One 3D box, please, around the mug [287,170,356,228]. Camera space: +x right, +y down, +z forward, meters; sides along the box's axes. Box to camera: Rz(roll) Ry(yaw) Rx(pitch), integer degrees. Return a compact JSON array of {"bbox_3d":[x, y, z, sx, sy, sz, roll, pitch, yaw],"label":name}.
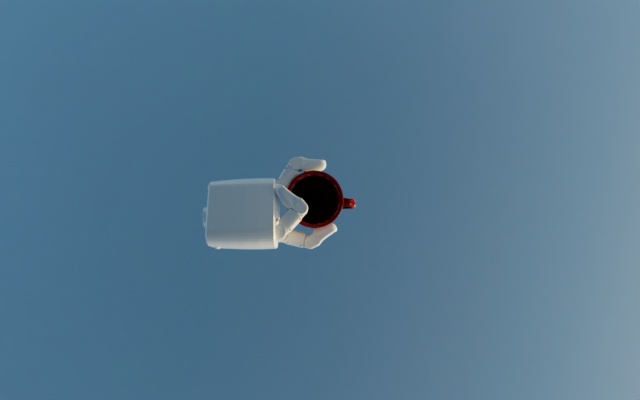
[{"bbox_3d":[0.002,0.003,0.799,0.117,0.093,0.081,1,-7,-4],"label":"mug"}]
